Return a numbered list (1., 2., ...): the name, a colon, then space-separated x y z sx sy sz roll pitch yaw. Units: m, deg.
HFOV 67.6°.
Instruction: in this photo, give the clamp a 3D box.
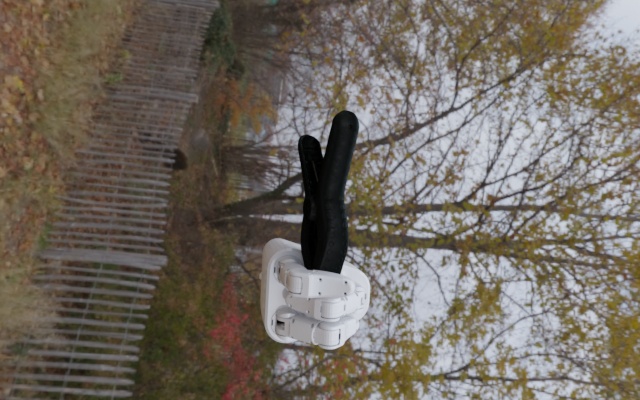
1. clamp: 0.001 0.002 0.476 0.039 0.171 0.120 6 2 -15
